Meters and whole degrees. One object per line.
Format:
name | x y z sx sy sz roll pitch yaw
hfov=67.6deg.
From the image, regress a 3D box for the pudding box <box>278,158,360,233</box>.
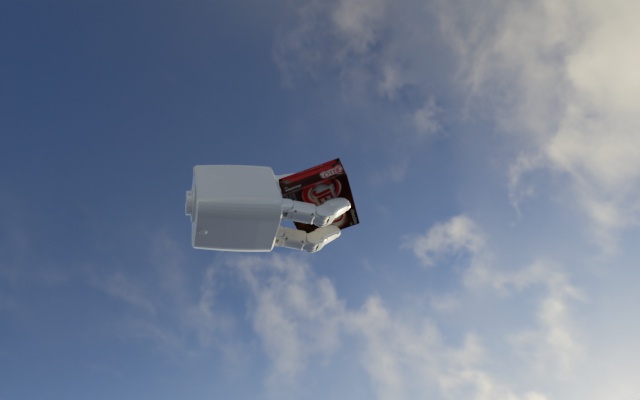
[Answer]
pudding box | 0.000 0.002 0.669 0.090 0.039 0.114 -19 -40 1
